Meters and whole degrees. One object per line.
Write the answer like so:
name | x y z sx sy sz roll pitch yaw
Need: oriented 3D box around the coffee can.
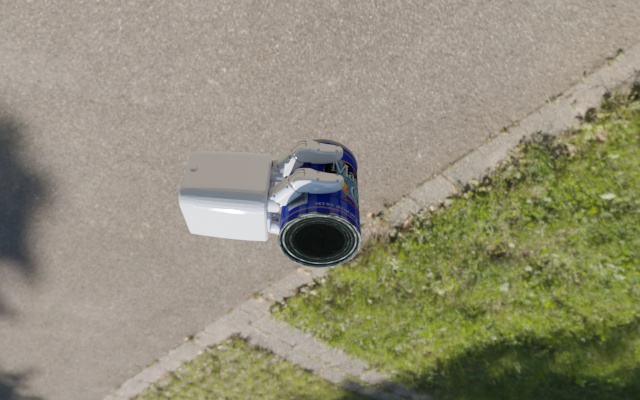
coffee can | 0.000 0.002 0.629 0.103 0.103 0.140 1 45 1
